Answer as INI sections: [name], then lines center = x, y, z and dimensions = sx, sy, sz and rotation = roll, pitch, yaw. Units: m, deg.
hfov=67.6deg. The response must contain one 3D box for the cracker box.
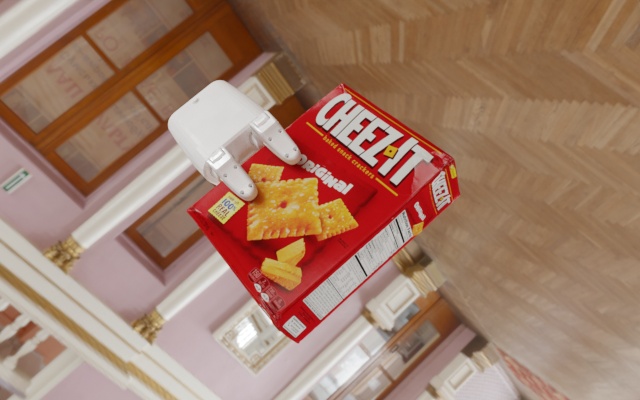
[cracker box]
center = 0.000, 0.002, 0.469
dimensions = 0.164, 0.213, 0.072
rotation = 43, -9, 35
